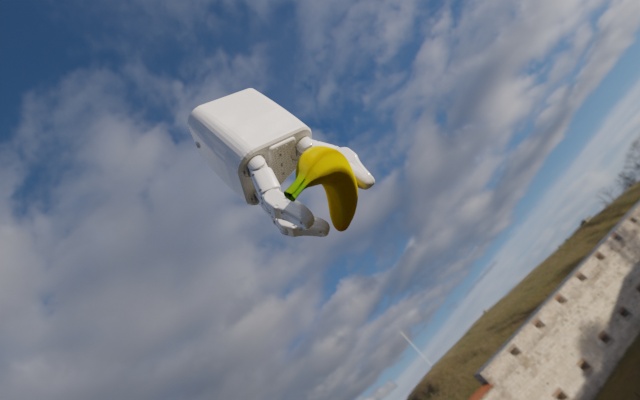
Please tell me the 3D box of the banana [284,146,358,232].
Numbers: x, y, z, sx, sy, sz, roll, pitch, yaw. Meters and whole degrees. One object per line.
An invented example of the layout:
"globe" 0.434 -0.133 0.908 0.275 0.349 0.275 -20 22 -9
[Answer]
"banana" 0.010 -0.014 0.511 0.037 0.069 0.198 34 -1 22
